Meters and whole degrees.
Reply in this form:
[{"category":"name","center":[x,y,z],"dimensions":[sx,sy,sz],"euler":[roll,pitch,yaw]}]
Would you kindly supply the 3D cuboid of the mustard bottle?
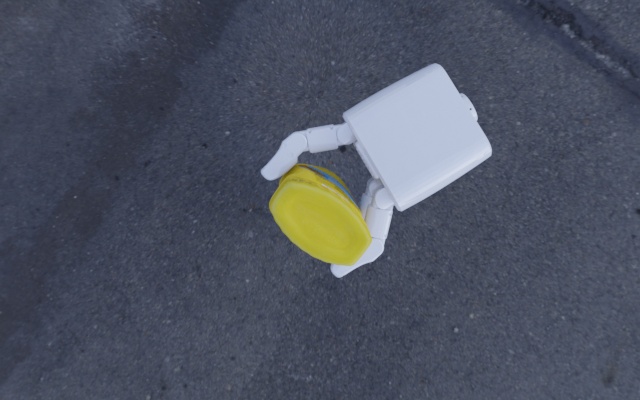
[{"category":"mustard bottle","center":[0.000,0.002,0.504],"dimensions":[0.096,0.058,0.191],"euler":[34,10,-7]}]
